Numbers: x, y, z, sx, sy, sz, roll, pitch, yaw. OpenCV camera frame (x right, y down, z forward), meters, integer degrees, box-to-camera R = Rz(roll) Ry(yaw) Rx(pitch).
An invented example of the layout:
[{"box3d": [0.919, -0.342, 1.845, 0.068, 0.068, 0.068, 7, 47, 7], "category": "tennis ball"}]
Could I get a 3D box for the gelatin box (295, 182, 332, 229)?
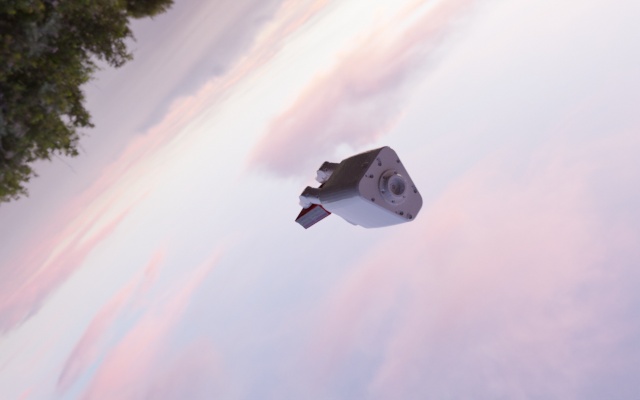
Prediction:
[{"box3d": [0.000, 0.003, 0.818, 0.030, 0.073, 0.089, 38, -35, -12], "category": "gelatin box"}]
